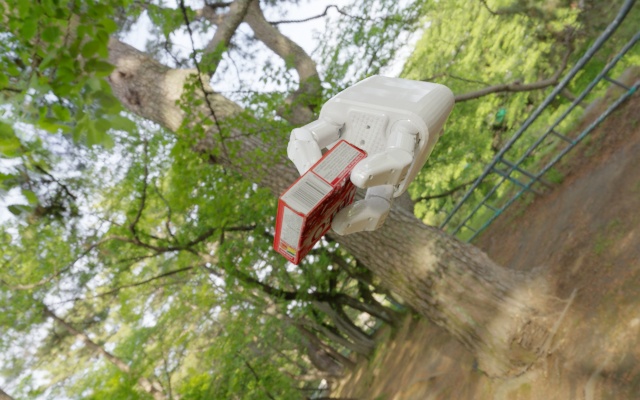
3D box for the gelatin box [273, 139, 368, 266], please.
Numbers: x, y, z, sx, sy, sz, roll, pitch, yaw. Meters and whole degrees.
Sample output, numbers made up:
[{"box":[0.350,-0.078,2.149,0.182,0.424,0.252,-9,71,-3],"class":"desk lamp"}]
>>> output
[{"box":[-0.001,0.001,0.402,0.030,0.073,0.089,34,54,15],"class":"gelatin box"}]
